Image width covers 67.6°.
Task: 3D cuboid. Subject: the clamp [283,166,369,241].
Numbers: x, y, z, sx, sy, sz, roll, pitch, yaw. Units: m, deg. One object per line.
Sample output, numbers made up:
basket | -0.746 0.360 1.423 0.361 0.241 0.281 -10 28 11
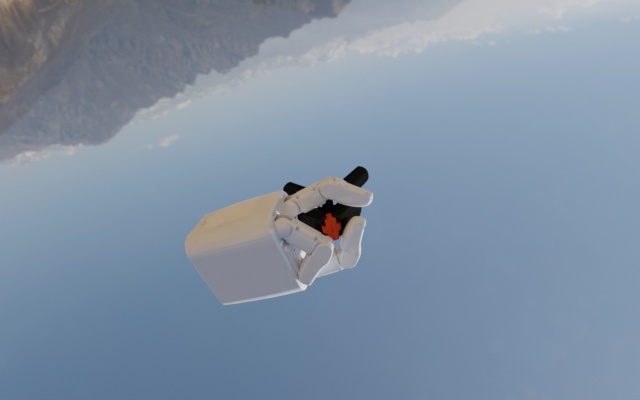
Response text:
clamp | 0.000 0.003 0.606 0.120 0.039 0.171 -15 19 13
